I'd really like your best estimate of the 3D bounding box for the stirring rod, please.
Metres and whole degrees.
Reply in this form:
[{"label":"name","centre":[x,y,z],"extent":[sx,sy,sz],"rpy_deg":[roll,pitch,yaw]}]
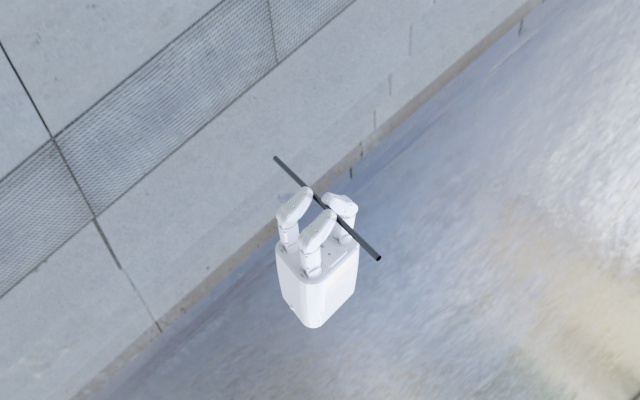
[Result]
[{"label":"stirring rod","centre":[0.000,0.002,0.620],"extent":[0.011,0.011,0.239],"rpy_deg":[0,32,-41]}]
